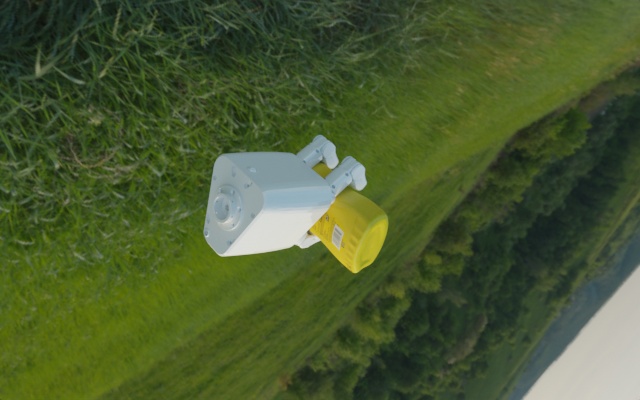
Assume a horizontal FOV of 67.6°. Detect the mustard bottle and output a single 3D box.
[{"bbox_3d":[0.001,0.002,0.629,0.058,0.096,0.191,-27,54,-33],"label":"mustard bottle"}]
